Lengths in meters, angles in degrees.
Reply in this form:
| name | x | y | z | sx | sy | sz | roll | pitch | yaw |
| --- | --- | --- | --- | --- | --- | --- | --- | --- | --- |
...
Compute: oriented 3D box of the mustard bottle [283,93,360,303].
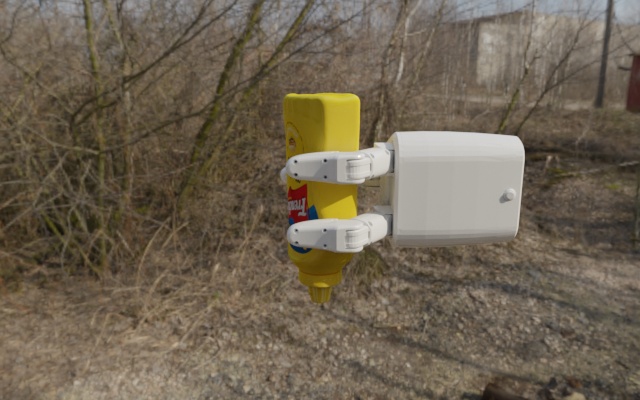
| name | x | y | z | sx | sy | sz | roll | pitch | yaw |
| --- | --- | --- | --- | --- | --- | --- | --- | --- | --- |
| mustard bottle | 0.000 | 0.001 | 0.432 | 0.058 | 0.192 | 0.096 | -6 | 15 | -23 |
